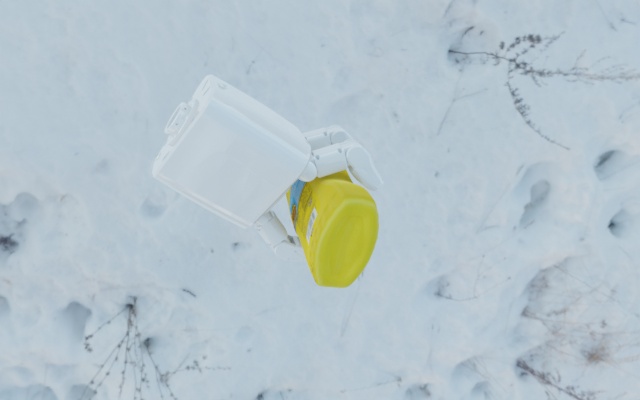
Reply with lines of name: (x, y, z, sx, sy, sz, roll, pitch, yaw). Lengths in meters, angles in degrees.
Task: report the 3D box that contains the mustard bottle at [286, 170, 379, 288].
mustard bottle: (0.000, 0.002, 0.507, 0.058, 0.096, 0.191, 6, 23, -19)
